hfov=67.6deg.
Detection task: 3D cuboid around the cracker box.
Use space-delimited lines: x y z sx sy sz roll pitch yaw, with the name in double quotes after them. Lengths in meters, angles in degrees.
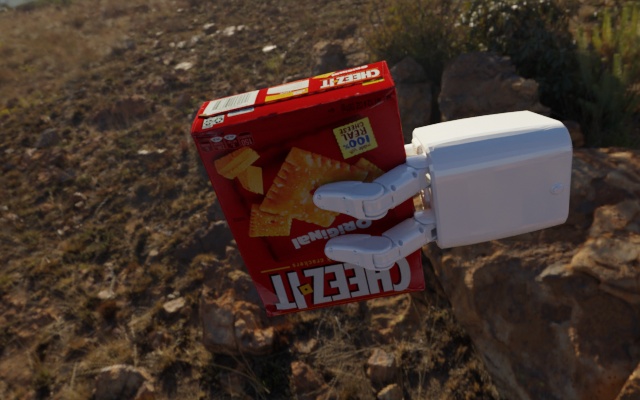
0.000 0.001 0.436 0.164 0.214 0.072 -11 33 7 "cracker box"
